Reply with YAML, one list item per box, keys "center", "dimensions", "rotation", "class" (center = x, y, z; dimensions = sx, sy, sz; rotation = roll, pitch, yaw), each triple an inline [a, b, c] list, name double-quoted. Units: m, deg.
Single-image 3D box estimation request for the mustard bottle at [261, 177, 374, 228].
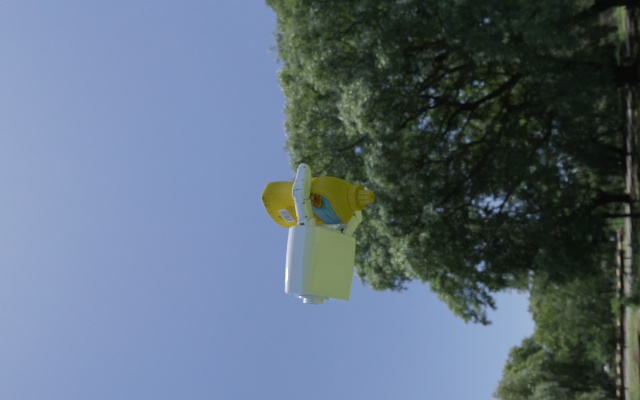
- center: [0.000, 0.002, 0.800]
  dimensions: [0.191, 0.058, 0.096]
  rotation: [-6, -45, 32]
  class: "mustard bottle"
